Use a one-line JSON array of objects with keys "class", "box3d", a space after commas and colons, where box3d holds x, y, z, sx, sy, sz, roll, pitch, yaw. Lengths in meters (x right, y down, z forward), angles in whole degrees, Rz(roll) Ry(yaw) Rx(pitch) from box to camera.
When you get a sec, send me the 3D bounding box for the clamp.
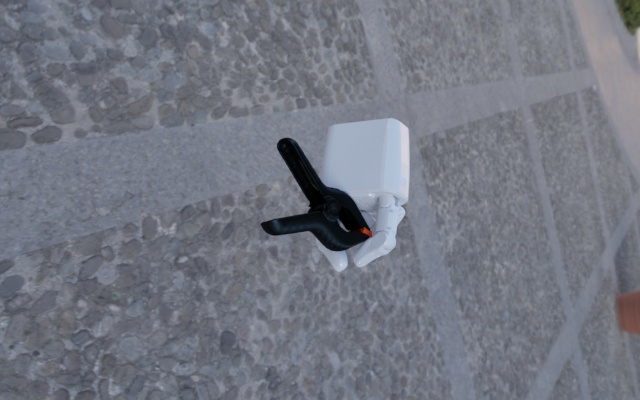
[{"class": "clamp", "box3d": [0.001, 0.002, 0.570, 0.039, 0.120, 0.171, -10, -25, 39]}]
